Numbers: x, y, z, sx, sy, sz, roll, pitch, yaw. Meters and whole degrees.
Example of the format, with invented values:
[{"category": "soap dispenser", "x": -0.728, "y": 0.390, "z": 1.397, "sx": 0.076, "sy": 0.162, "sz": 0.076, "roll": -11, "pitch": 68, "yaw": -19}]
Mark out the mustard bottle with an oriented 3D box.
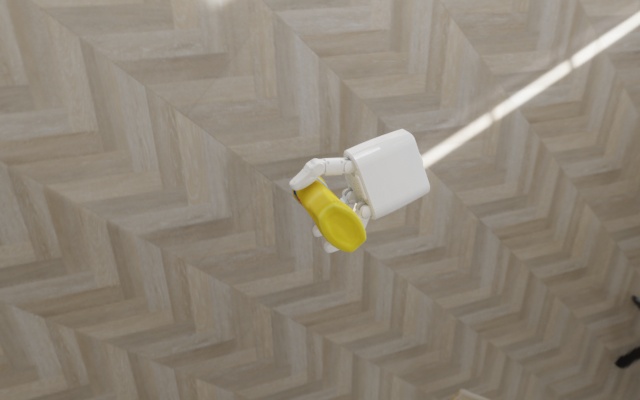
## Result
[{"category": "mustard bottle", "x": 0.000, "y": 0.003, "z": 0.764, "sx": 0.096, "sy": 0.058, "sz": 0.191, "roll": 45, "pitch": 3, "yaw": -33}]
